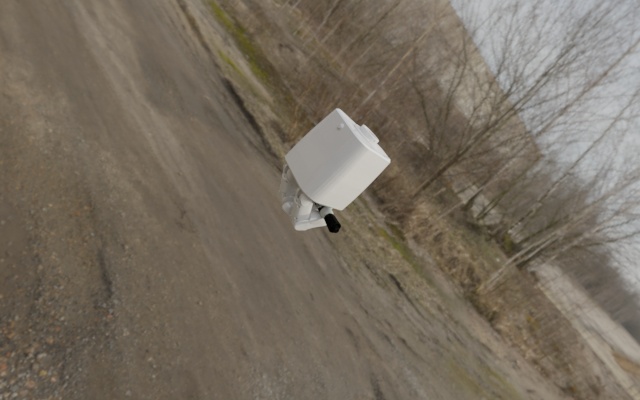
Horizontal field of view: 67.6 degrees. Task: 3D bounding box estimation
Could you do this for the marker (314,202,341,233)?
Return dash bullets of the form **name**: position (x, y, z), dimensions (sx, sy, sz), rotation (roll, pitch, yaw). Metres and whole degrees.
- **marker**: position (0.000, 0.002, 0.704), dimensions (0.020, 0.020, 0.121), rotation (0, 42, -30)
